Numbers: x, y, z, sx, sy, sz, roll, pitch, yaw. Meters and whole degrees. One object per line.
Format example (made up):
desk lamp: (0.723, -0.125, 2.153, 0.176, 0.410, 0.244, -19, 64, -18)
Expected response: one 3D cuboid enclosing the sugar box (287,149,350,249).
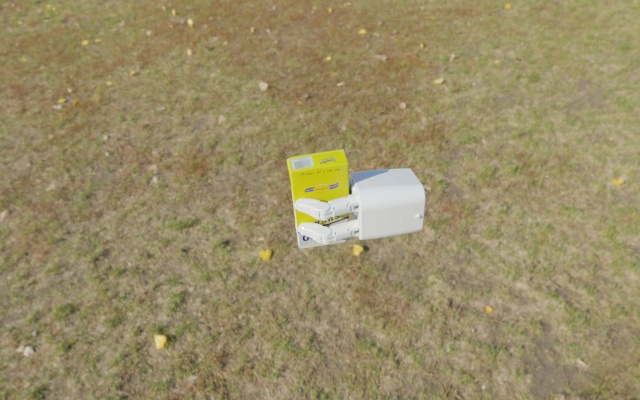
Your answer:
sugar box: (0.000, 0.003, 0.795, 0.093, 0.176, 0.048, -9, 40, -4)
